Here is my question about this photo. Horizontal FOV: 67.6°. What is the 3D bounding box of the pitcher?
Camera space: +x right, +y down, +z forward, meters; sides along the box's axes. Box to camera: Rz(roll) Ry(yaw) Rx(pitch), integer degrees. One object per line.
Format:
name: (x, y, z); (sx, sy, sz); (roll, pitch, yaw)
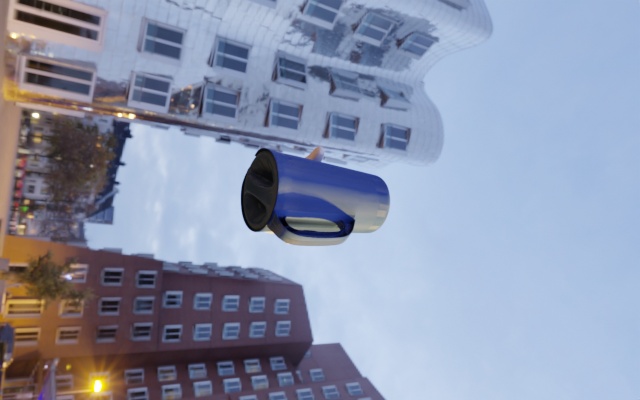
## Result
pitcher: (0.000, 0.003, 0.805); (0.243, 0.149, 0.145); (7, -6, -32)
